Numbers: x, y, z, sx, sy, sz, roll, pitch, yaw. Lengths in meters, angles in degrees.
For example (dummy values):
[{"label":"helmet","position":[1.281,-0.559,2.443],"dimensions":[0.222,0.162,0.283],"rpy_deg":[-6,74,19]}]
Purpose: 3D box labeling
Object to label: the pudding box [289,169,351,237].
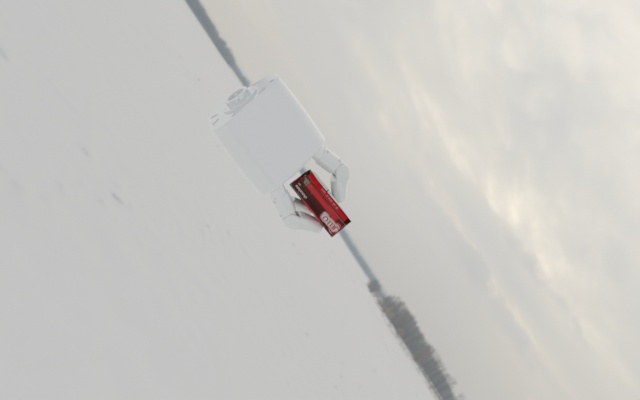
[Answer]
[{"label":"pudding box","position":[0.000,0.002,0.671],"dimensions":[0.039,0.090,0.113],"rpy_deg":[-38,1,3]}]
